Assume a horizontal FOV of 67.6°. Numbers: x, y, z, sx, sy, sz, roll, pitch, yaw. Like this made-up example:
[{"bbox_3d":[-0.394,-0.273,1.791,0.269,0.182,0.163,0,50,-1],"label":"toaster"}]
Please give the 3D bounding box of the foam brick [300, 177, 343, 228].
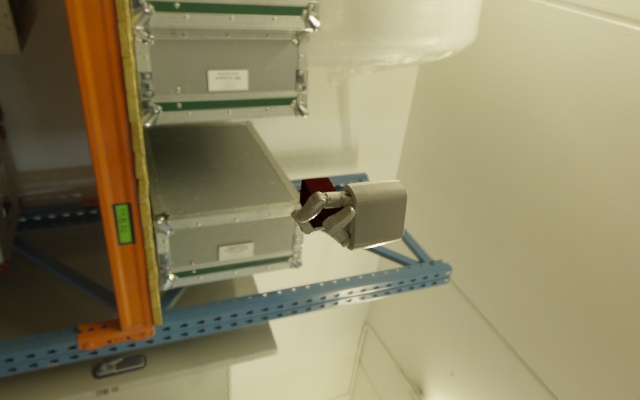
[{"bbox_3d":[0.000,0.003,0.850,0.051,0.053,0.078,-9,43,-21],"label":"foam brick"}]
